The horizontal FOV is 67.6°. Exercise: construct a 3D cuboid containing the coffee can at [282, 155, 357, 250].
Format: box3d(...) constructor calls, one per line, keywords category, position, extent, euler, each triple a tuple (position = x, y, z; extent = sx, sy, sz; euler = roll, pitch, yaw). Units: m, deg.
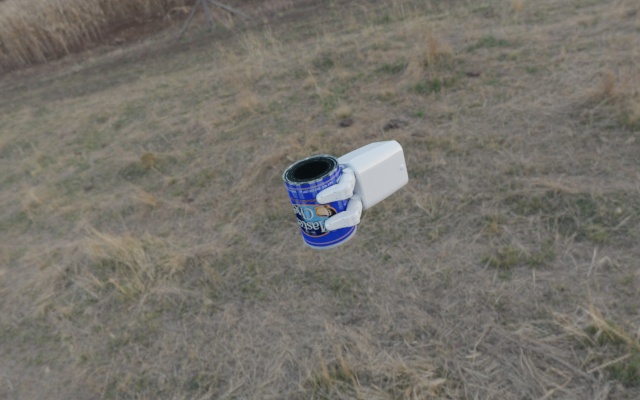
box3d(category="coffee can", position=(0.000, 0.003, 0.864), extent=(0.103, 0.140, 0.102), euler=(-13, 29, 7))
